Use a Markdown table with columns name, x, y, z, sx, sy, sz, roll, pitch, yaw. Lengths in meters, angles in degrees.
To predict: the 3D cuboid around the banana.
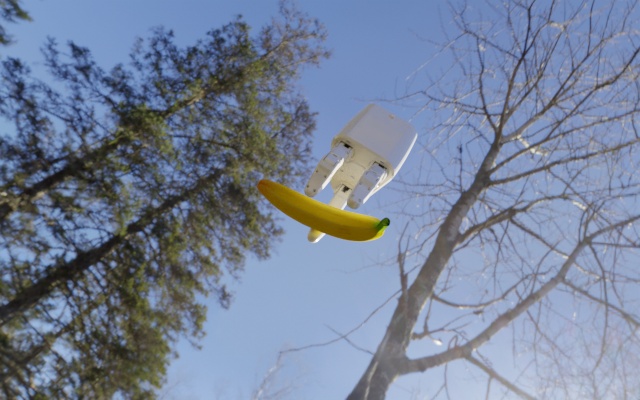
| name | x | y | z | sx | sy | sz | roll | pitch | yaw |
| --- | --- | --- | --- | --- | --- | --- | --- | --- | --- |
| banana | 0.006 | 0.016 | 0.628 | 0.198 | 0.070 | 0.037 | 15 | 51 | 27 |
